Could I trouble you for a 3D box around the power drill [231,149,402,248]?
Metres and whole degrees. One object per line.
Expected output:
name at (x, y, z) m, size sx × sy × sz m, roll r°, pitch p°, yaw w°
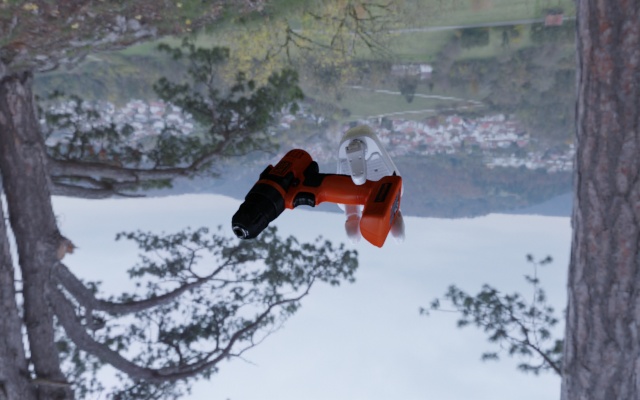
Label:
power drill at (0.001, 0.002, 0.615) m, size 0.187 × 0.057 × 0.184 m, roll 14°, pitch 41°, yaw 18°
